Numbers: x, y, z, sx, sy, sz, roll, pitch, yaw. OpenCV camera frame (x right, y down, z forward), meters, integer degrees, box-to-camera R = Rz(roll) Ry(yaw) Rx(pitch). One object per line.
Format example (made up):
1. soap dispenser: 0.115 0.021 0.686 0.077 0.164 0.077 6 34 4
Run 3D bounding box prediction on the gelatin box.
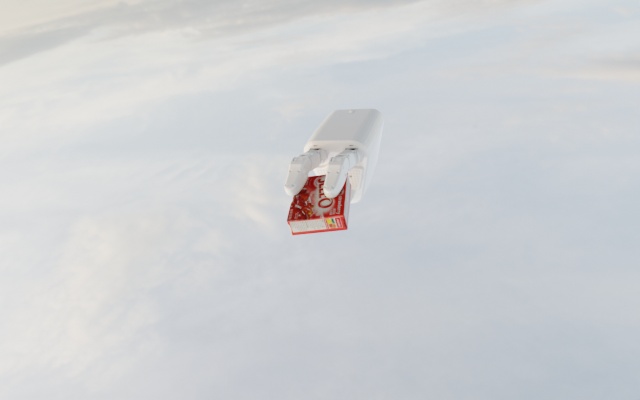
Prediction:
1. gelatin box: 0.000 0.003 0.620 0.073 0.030 0.089 -6 41 13
